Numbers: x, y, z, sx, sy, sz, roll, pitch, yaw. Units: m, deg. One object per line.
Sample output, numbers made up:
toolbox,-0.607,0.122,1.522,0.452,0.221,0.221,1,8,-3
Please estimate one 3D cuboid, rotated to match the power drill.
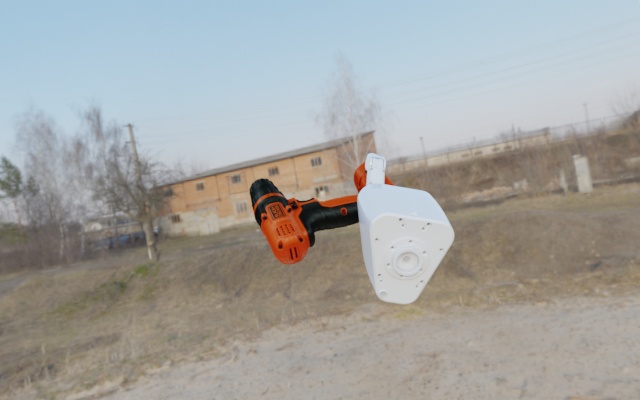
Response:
power drill,0.001,0.002,0.670,0.187,0.057,0.184,-19,36,-11
